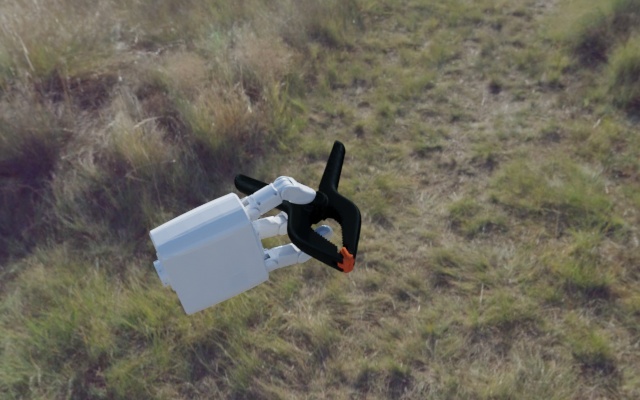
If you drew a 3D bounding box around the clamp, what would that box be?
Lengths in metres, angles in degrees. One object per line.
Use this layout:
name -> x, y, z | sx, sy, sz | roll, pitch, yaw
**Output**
clamp -> 0.000, 0.002, 0.619 | 0.164, 0.036, 0.210 | -27, 50, -16
